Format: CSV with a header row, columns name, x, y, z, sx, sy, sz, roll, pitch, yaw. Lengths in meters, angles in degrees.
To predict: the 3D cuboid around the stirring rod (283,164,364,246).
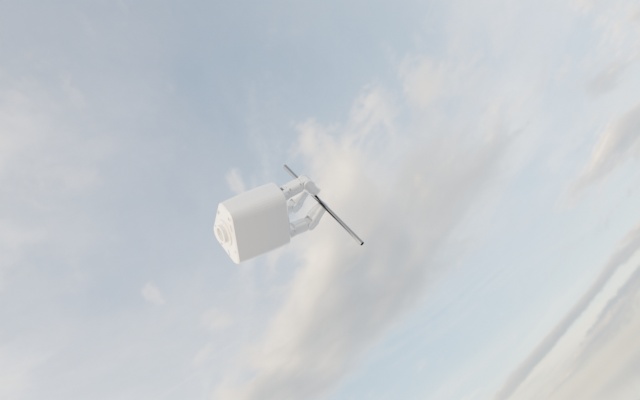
name,x,y,z,sx,sy,sz,roll,pitch,yaw
stirring rod,0.000,0.003,0.877,0.011,0.011,0.239,0,36,-47
